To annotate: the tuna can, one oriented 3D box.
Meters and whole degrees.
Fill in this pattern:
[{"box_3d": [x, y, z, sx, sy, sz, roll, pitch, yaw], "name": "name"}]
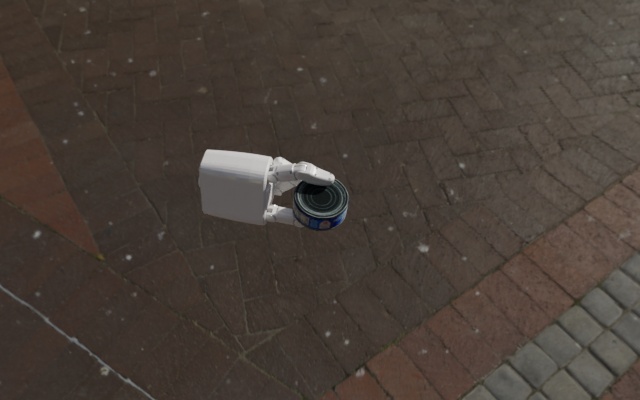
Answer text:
[{"box_3d": [0.000, 0.002, 0.733, 0.086, 0.086, 0.034, 0, -37, -8], "name": "tuna can"}]
